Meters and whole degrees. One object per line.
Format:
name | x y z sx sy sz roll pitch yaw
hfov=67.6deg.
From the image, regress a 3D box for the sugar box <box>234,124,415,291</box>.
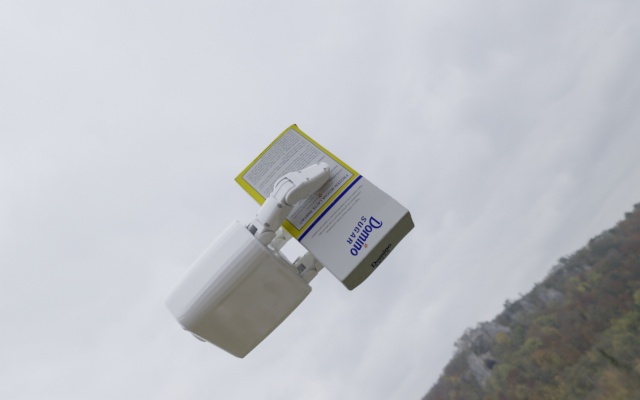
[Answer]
sugar box | 0.000 0.002 0.492 0.176 0.093 0.048 42 -7 29
